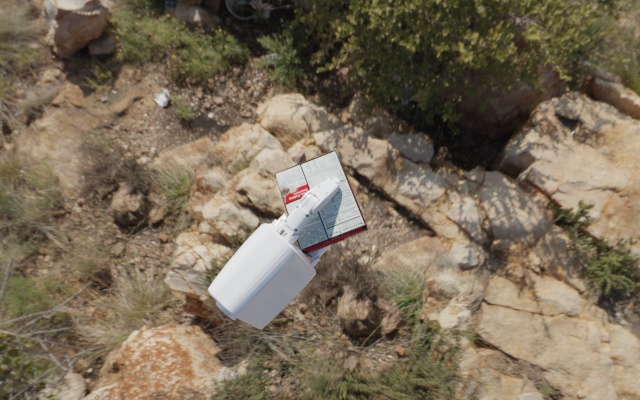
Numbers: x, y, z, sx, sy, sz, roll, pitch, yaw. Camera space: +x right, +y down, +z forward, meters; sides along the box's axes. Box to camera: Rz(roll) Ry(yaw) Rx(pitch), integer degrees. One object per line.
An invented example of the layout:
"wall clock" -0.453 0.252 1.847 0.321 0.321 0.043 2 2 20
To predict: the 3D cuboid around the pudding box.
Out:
"pudding box" 0.000 0.002 0.615 0.090 0.113 0.039 -21 -14 0
